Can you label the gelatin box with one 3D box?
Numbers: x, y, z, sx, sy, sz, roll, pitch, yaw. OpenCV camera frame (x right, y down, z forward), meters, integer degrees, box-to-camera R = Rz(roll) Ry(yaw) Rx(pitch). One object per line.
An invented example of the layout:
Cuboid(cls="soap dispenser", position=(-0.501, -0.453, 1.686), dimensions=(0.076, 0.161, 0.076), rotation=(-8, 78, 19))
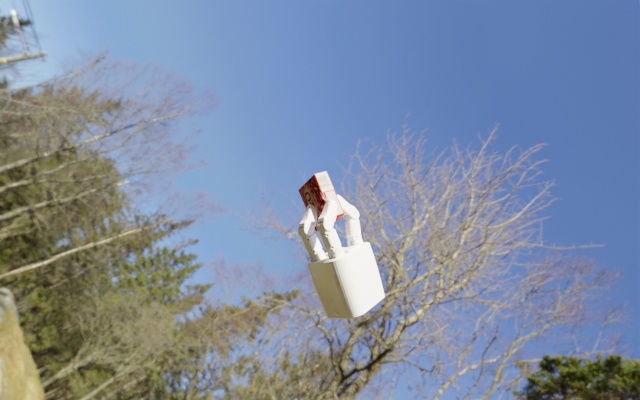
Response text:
Cuboid(cls="gelatin box", position=(0.000, 0.002, 0.866), dimensions=(0.030, 0.089, 0.073), rotation=(-15, -14, -32))
